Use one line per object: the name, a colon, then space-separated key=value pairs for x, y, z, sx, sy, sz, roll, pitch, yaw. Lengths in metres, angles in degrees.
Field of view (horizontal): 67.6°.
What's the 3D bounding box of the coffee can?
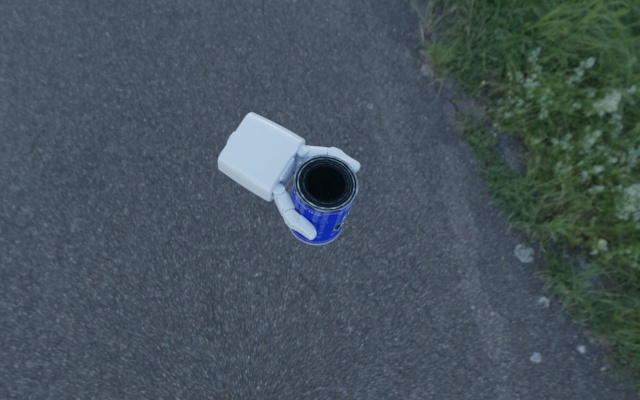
coffee can: x=0.000 y=0.003 z=0.803 sx=0.103 sy=0.102 sz=0.140 roll=0 pitch=-26 yaw=-9
